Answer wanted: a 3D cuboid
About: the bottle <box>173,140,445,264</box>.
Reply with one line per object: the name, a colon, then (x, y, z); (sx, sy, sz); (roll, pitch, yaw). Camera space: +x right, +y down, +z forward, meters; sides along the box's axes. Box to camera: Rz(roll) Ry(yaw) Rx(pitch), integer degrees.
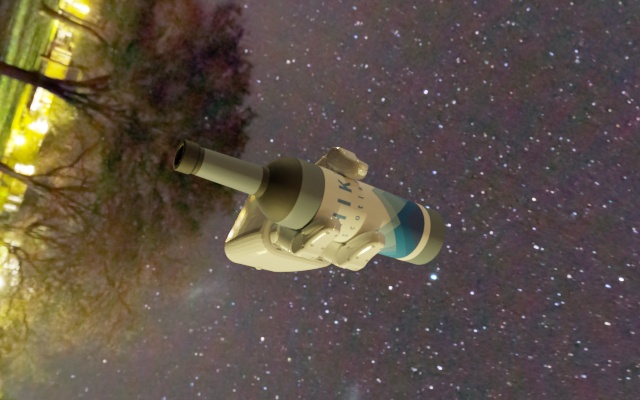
bottle: (0.000, 0.002, 0.479); (0.296, 0.069, 0.069); (19, -10, -31)
